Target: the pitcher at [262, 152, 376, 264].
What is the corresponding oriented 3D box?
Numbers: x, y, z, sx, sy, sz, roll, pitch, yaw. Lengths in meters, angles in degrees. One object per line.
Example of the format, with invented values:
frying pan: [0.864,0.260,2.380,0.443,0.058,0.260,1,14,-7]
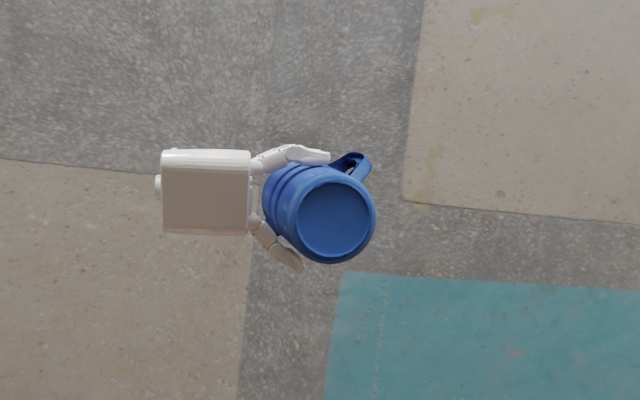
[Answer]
pitcher: [0.000,0.002,0.659,0.145,0.149,0.243,4,5,-11]
